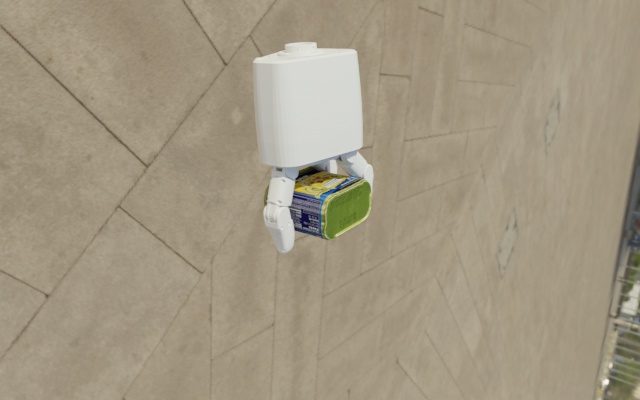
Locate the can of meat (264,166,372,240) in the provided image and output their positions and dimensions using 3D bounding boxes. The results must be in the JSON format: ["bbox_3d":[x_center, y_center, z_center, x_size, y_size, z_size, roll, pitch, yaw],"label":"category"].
[{"bbox_3d":[0.000,0.002,0.552,0.084,0.057,0.102,13,25,34],"label":"can of meat"}]
